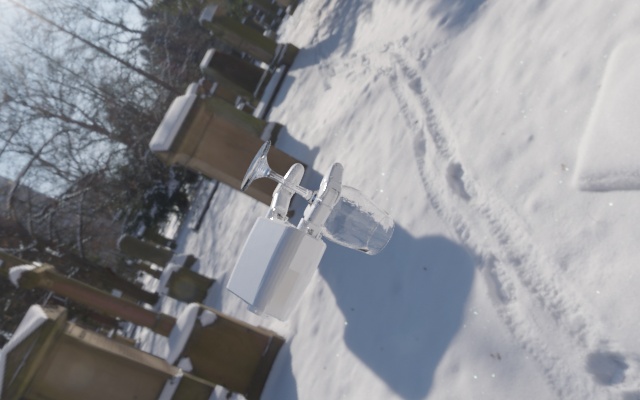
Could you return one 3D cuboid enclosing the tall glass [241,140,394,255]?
[{"bbox_3d":[0.000,0.002,0.633,0.201,0.079,0.079,29,-9,-17],"label":"tall glass"}]
